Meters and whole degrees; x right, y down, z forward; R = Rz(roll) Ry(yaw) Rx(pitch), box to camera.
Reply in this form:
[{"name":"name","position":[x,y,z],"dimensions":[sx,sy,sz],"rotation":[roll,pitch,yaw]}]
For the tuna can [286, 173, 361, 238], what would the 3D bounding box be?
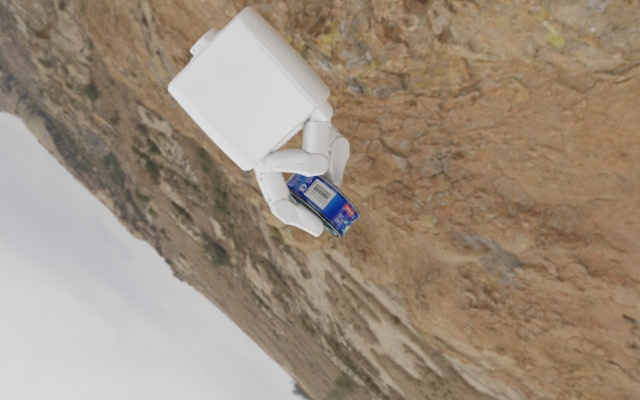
[{"name":"tuna can","position":[0.000,0.002,0.520],"dimensions":[0.086,0.033,0.086],"rotation":[39,-8,7]}]
